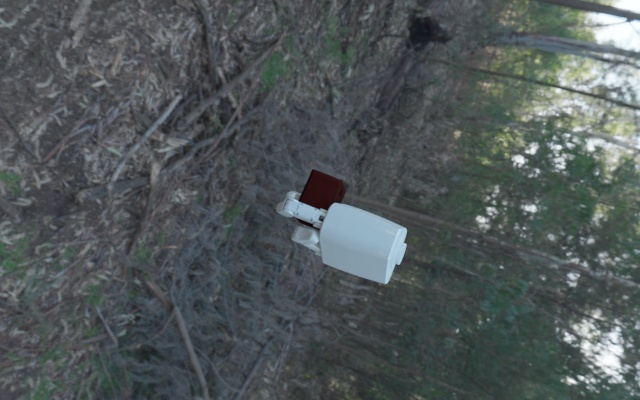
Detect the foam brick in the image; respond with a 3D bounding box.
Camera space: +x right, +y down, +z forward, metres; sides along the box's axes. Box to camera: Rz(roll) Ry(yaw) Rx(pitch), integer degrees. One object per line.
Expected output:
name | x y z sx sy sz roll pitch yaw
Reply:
foam brick | 0.000 0.002 0.734 0.051 0.078 0.053 19 -14 17
